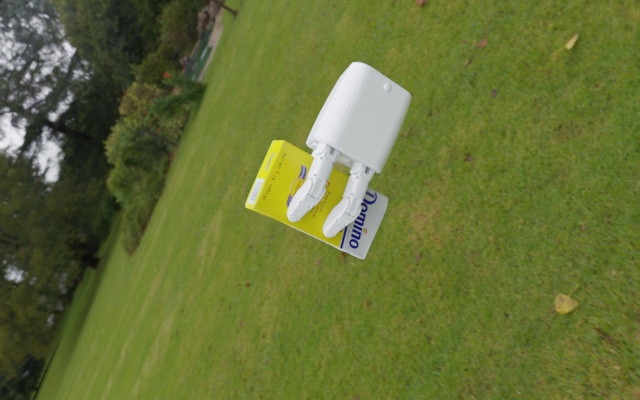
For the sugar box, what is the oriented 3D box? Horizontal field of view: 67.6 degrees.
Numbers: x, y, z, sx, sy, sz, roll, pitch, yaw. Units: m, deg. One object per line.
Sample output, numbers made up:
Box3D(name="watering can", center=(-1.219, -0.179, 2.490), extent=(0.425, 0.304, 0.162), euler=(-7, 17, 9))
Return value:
Box3D(name="sugar box", center=(0.000, 0.002, 0.621), extent=(0.176, 0.093, 0.048), euler=(26, -5, -24))
